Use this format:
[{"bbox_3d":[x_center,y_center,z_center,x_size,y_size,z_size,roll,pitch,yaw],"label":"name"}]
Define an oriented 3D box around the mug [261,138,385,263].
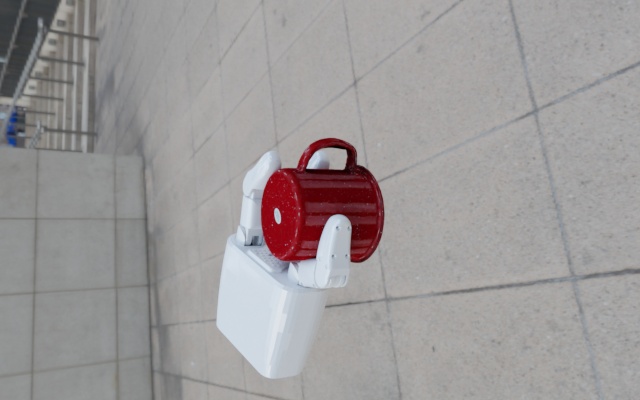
[{"bbox_3d":[0.000,0.000,0.427,0.081,0.117,0.093,0,23,-30],"label":"mug"}]
